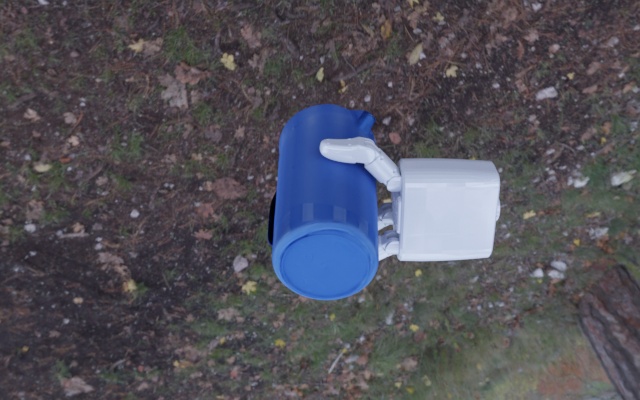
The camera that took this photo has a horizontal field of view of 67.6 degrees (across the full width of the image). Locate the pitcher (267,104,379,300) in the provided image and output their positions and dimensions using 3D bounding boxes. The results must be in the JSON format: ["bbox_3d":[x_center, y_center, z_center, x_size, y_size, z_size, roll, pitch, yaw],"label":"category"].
[{"bbox_3d":[0.000,0.002,0.573,0.145,0.149,0.242,1,36,1],"label":"pitcher"}]
